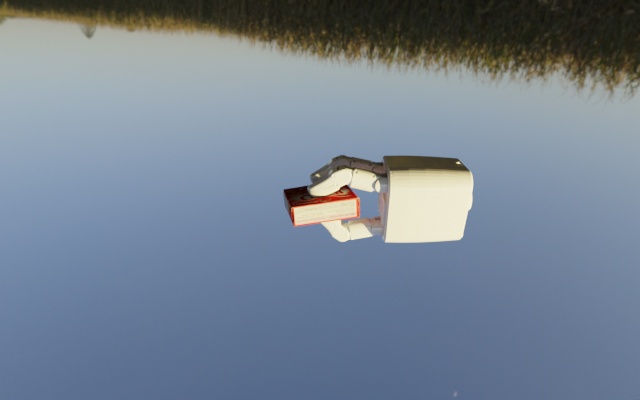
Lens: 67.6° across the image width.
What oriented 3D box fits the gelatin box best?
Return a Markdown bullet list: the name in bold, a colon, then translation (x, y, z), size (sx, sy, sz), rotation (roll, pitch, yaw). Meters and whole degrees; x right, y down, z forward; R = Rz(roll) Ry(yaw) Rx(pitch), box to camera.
- **gelatin box**: translation (0.000, 0.003, 0.629), size (0.089, 0.030, 0.073), rotation (-9, 21, -10)
